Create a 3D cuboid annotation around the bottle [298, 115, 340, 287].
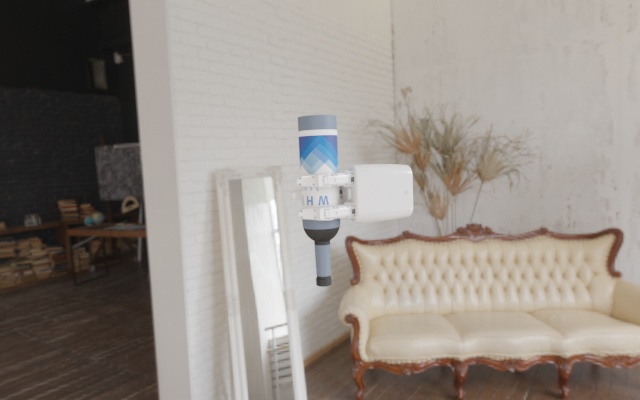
[{"bbox_3d":[0.000,0.002,0.832,0.069,0.296,0.069,-2,5,0],"label":"bottle"}]
